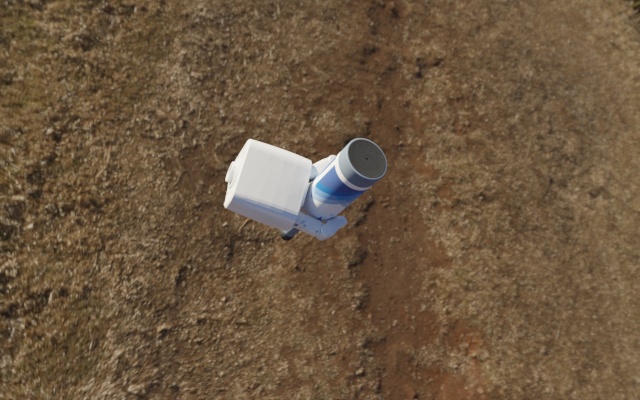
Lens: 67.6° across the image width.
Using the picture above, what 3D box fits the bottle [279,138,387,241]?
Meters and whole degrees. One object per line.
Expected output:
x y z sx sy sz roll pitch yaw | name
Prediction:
0.000 0.002 0.778 0.069 0.069 0.296 0 -24 -29 | bottle
